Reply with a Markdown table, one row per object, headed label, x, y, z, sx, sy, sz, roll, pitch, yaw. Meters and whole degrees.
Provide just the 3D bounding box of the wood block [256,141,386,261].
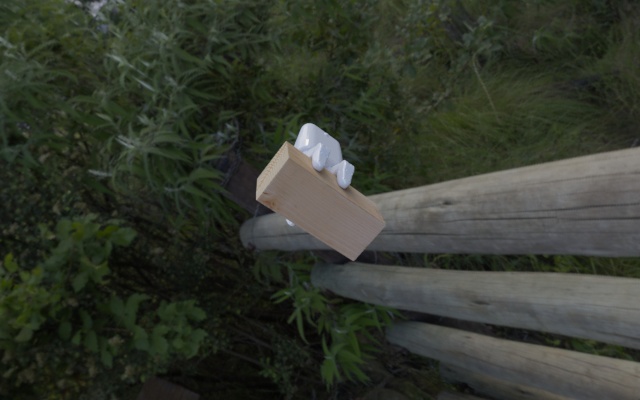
| label | x | y | z | sx | sy | sz | roll | pitch | yaw |
| --- | --- | --- | --- | --- | --- | --- | --- | --- | --- |
| wood block | 0.000 | 0.003 | 0.822 | 0.206 | 0.091 | 0.090 | 33 | 18 | -20 |
